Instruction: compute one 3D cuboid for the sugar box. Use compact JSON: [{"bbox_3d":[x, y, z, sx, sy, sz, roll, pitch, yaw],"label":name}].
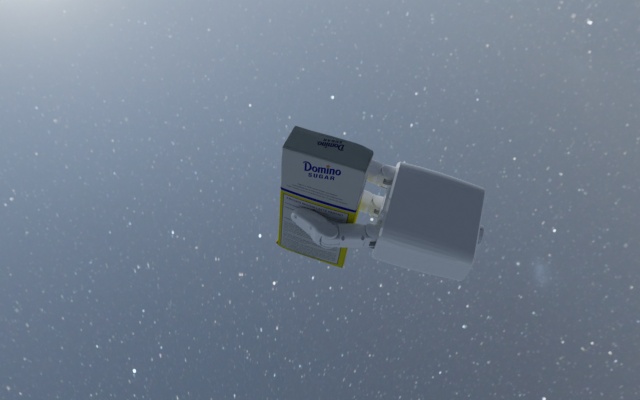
[{"bbox_3d":[0.000,0.002,0.560,0.093,0.176,0.048,18,47,7],"label":"sugar box"}]
